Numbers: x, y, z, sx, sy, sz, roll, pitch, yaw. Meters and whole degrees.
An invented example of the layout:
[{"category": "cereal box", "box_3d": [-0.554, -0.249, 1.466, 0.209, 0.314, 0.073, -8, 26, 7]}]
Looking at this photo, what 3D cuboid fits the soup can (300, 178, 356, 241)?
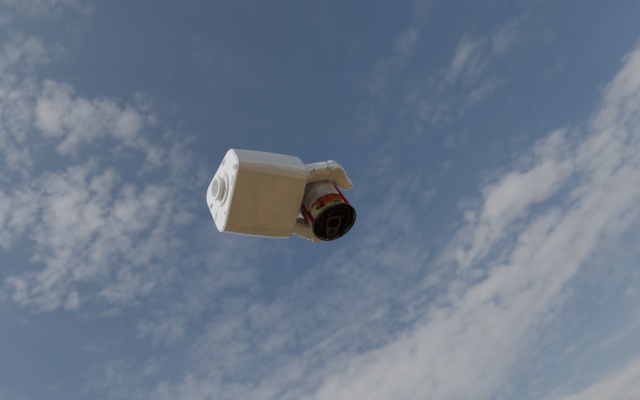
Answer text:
[{"category": "soup can", "box_3d": [0.000, 0.002, 0.711, 0.068, 0.068, 0.102, 0, 35, -29]}]
